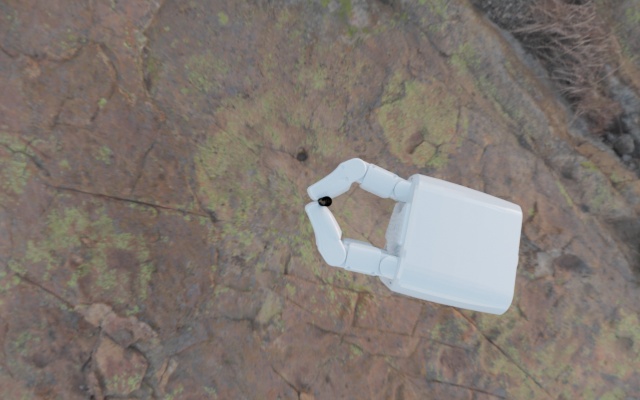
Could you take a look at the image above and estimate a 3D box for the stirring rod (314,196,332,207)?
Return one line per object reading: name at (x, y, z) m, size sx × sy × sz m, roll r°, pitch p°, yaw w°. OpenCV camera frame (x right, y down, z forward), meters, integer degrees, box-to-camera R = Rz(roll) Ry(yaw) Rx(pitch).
stirring rod at (0.000, 0.001, 0.467) m, size 0.011 × 0.011 × 0.239 m, roll 0°, pitch 0°, yaw -2°
